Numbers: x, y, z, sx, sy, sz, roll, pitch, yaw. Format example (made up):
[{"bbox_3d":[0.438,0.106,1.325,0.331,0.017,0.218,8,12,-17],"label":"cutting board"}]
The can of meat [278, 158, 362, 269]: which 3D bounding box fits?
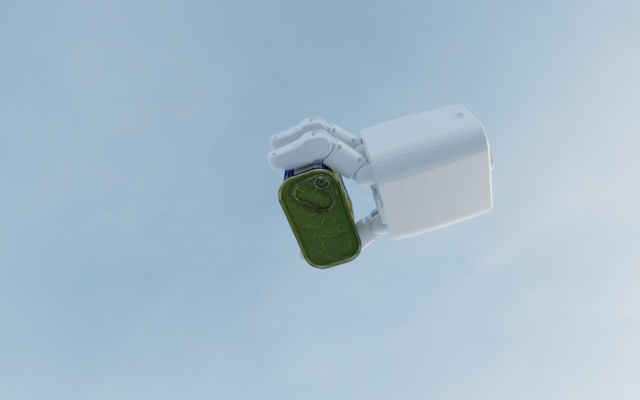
[{"bbox_3d":[0.000,0.002,0.476,0.057,0.102,0.084,-18,25,8],"label":"can of meat"}]
